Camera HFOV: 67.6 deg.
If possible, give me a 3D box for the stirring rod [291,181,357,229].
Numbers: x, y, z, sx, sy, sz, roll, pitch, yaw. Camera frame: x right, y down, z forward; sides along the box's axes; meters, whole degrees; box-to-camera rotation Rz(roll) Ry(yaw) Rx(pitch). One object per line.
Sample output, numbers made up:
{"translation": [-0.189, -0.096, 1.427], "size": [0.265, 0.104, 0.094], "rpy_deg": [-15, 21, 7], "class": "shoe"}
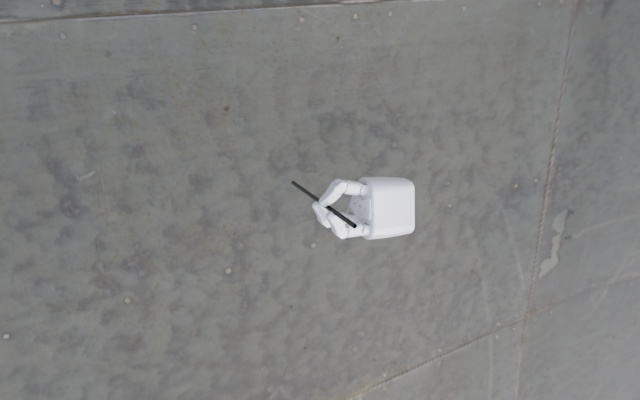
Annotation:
{"translation": [0.000, 0.003, 0.888], "size": [0.011, 0.011, 0.239], "rpy_deg": [0, 19, -30], "class": "stirring rod"}
